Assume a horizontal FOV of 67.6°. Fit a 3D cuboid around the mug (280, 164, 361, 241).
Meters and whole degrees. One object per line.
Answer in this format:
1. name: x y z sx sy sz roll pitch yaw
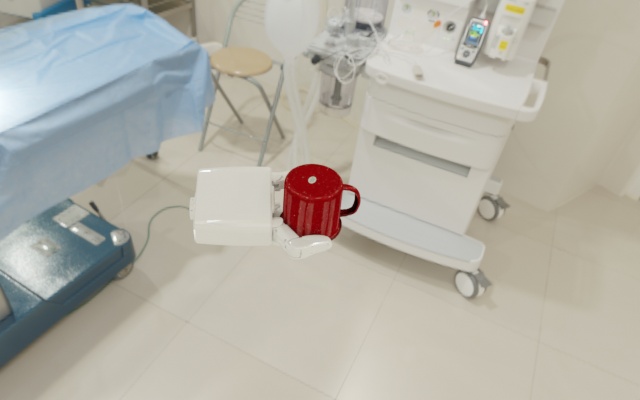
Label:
1. mug: 0.002 0.002 0.675 0.117 0.082 0.093 -2 42 -9
